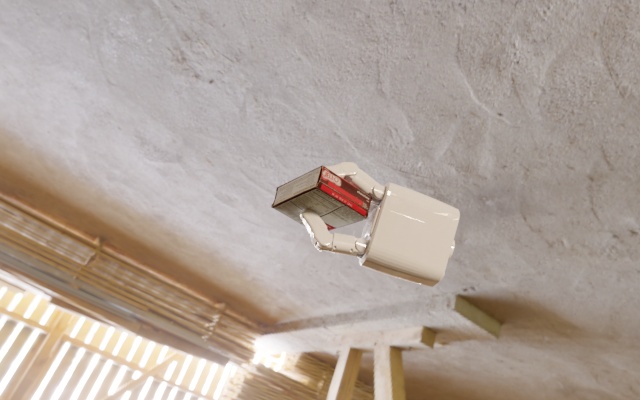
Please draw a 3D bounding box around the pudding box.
[{"bbox_3d":[0.000,0.002,0.652,0.090,0.039,0.113,32,-33,-27],"label":"pudding box"}]
